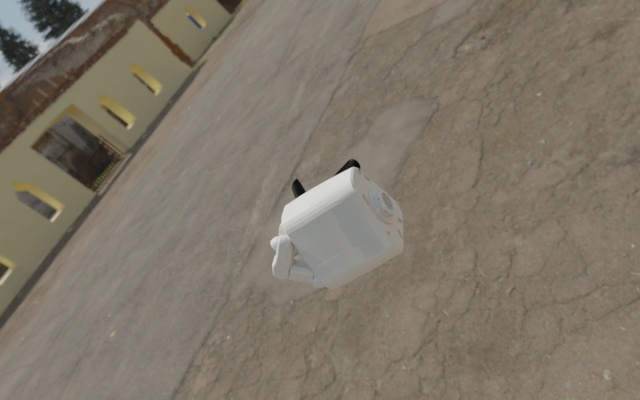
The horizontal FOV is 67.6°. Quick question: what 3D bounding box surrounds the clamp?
[{"bbox_3d":[0.000,0.002,0.686,0.120,0.039,0.171,-28,30,25],"label":"clamp"}]
